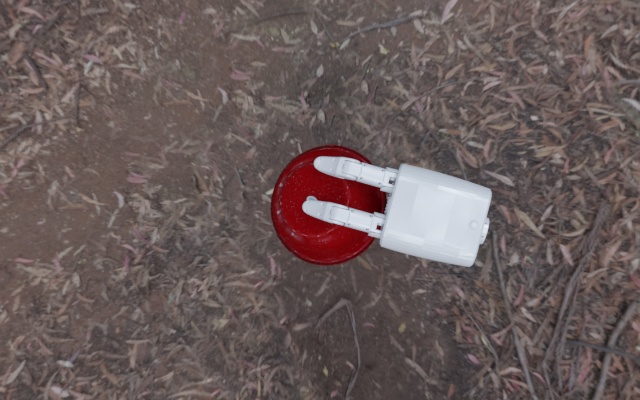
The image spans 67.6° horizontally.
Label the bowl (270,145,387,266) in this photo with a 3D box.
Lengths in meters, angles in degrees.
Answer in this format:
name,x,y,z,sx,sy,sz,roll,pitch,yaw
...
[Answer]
name,x,y,z,sx,sy,sz,roll,pitch,yaw
bowl,-0.001,0.002,0.610,0.162,0.162,0.055,0,-7,19
